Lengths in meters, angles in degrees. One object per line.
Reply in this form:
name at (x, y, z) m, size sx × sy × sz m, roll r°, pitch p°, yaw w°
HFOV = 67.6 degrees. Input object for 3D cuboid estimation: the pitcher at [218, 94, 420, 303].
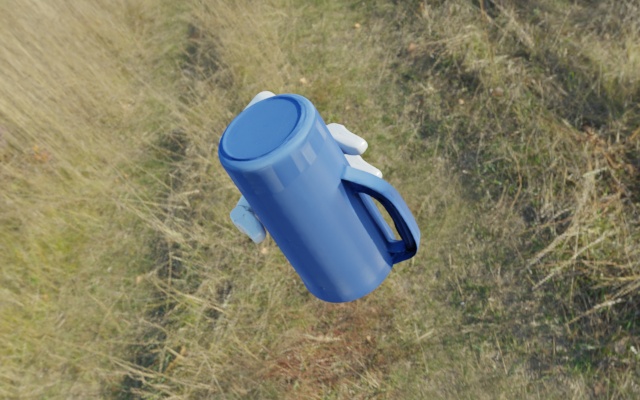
pitcher at (0.000, 0.002, 0.540) m, size 0.149 × 0.243 × 0.145 m, roll -35°, pitch 43°, yaw -3°
